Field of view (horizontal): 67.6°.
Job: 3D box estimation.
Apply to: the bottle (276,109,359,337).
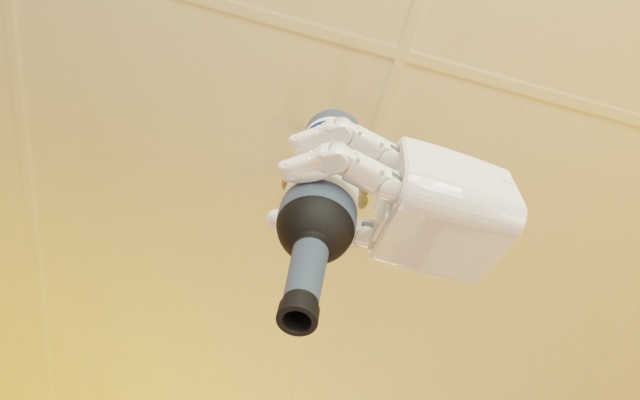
[{"bbox_3d":[0.000,0.001,0.427,0.069,0.069,0.295,0,31,7],"label":"bottle"}]
